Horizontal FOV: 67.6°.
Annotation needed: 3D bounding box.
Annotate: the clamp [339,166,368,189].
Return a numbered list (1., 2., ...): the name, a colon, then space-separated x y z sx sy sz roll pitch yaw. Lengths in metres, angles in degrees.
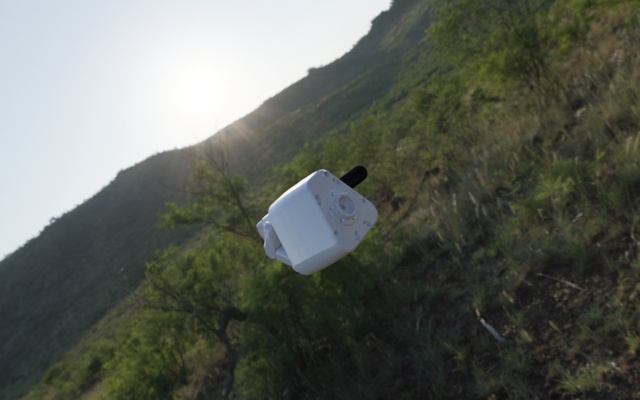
1. clamp: 0.000 0.002 0.751 0.171 0.039 0.120 -46 7 -39
